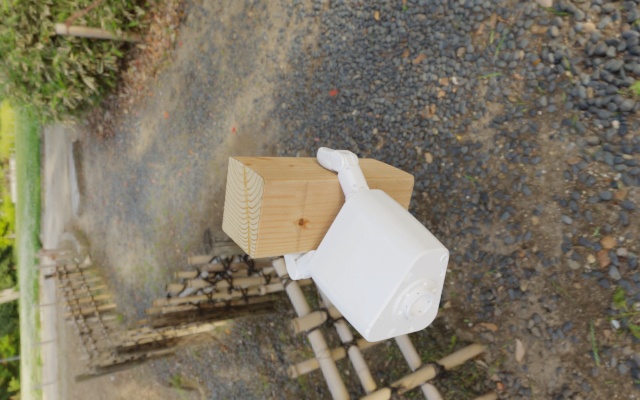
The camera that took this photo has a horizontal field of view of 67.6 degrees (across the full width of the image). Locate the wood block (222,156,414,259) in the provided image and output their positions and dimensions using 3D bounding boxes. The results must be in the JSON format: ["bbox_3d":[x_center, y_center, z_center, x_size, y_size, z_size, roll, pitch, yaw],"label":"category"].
[{"bbox_3d":[0.000,0.002,0.569,0.206,0.091,0.090,-2,20,-34],"label":"wood block"}]
